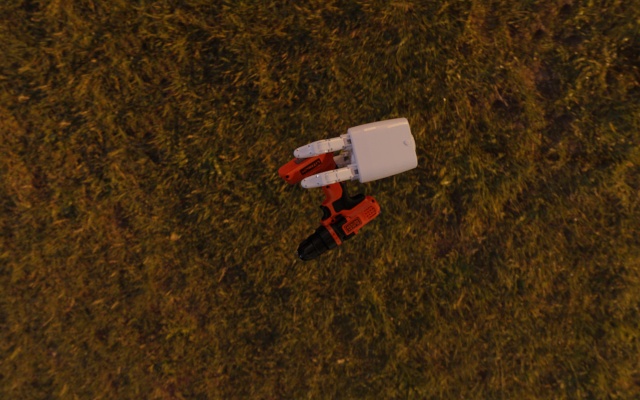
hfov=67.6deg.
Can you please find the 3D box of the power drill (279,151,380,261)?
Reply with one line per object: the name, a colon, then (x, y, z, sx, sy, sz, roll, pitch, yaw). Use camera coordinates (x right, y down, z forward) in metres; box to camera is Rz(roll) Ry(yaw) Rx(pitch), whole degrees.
power drill: (0.000, 0.002, 0.898, 0.184, 0.188, 0.057, -35, 24, -8)
